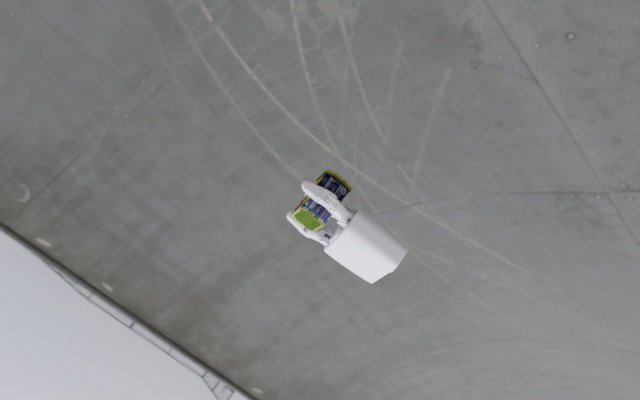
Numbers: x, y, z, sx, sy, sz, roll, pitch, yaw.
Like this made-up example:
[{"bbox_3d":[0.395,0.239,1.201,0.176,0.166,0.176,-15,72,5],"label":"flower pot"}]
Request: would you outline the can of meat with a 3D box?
[{"bbox_3d":[0.000,0.003,0.821,0.057,0.084,0.102,38,-17,-5],"label":"can of meat"}]
